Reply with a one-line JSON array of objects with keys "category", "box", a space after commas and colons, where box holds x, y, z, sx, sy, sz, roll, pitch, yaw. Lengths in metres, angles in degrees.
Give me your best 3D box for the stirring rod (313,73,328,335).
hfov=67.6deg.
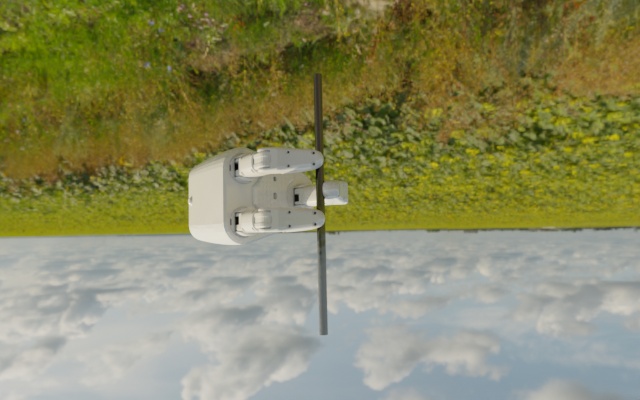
[{"category": "stirring rod", "box": [0.000, 0.001, 0.441, 0.011, 0.239, 0.011, -1, -4, 0]}]
